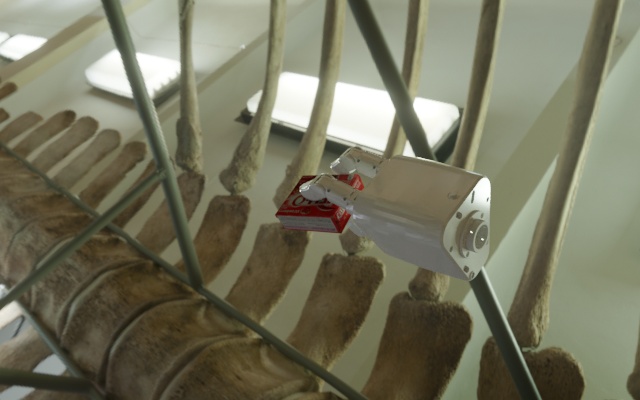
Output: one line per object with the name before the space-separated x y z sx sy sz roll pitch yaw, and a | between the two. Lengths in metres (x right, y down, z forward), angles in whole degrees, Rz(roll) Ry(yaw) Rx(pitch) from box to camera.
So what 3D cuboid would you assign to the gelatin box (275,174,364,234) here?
gelatin box | 0.000 0.002 0.579 0.089 0.030 0.073 1 45 38
